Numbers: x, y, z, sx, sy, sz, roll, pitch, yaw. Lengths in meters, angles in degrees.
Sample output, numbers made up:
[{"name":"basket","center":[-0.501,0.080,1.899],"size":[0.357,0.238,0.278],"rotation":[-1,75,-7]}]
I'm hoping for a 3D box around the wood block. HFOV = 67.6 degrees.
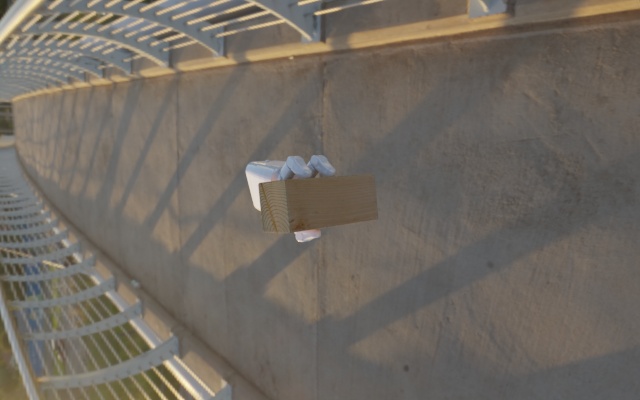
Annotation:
[{"name":"wood block","center":[0.000,0.003,0.879],"size":[0.206,0.091,0.090],"rotation":[-6,2,-38]}]
